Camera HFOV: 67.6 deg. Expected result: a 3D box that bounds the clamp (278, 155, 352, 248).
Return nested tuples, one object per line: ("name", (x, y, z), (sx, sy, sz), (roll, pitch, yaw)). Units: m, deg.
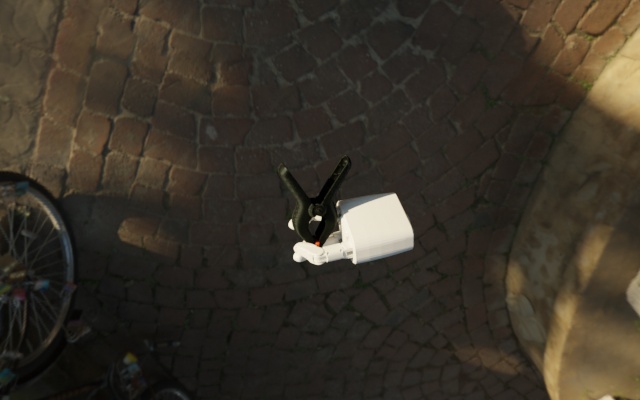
("clamp", (0.000, 0.003, 0.790), (0.120, 0.172, 0.039), (-13, 32, -8))
